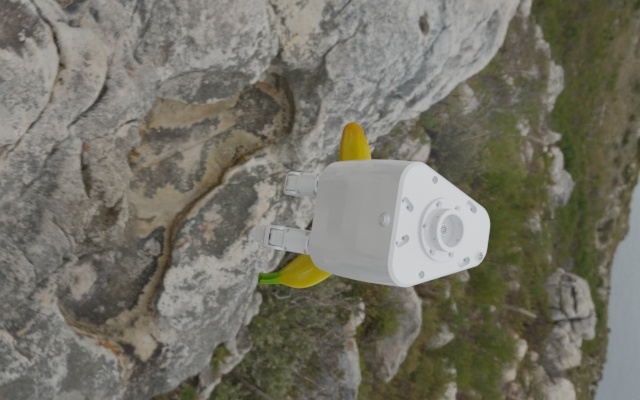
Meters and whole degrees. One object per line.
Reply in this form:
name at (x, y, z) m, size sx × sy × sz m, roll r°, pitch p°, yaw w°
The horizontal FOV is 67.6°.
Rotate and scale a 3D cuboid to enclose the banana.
banana at (0.014, 0.014, 0.497) m, size 0.069 × 0.197 × 0.037 m, roll 33°, pitch -12°, yaw -15°
